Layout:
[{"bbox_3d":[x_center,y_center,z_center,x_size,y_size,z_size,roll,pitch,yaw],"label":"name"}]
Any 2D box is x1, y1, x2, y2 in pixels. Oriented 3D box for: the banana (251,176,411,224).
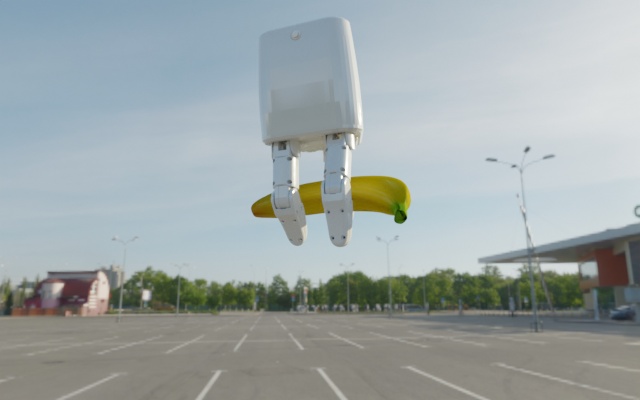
[{"bbox_3d":[0.015,-0.002,0.479,0.198,0.037,0.069,-2,11,42],"label":"banana"}]
